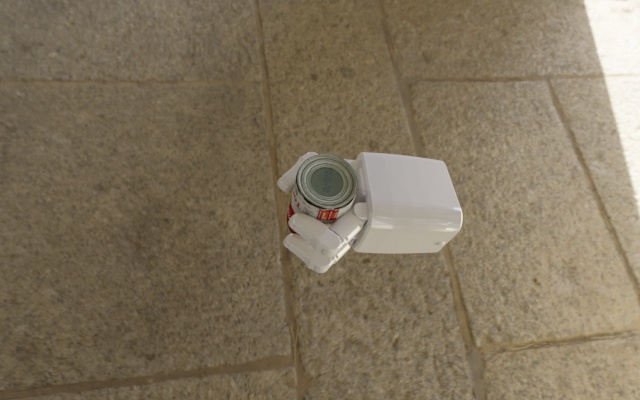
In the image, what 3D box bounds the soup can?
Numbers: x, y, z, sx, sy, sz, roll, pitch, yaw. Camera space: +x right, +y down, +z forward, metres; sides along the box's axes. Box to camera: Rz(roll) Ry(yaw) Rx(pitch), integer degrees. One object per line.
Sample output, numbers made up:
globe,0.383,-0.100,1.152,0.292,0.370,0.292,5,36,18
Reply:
soup can,0.000,0.001,0.538,0.068,0.068,0.102,0,-26,-10
